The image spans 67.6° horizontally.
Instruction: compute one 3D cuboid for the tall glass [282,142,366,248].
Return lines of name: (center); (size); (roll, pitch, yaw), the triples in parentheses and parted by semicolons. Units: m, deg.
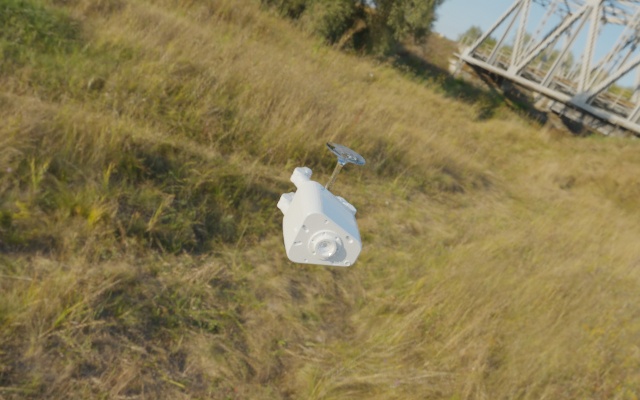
tall glass: (0.000, 0.002, 0.837); (0.079, 0.201, 0.079); (24, 21, -10)
